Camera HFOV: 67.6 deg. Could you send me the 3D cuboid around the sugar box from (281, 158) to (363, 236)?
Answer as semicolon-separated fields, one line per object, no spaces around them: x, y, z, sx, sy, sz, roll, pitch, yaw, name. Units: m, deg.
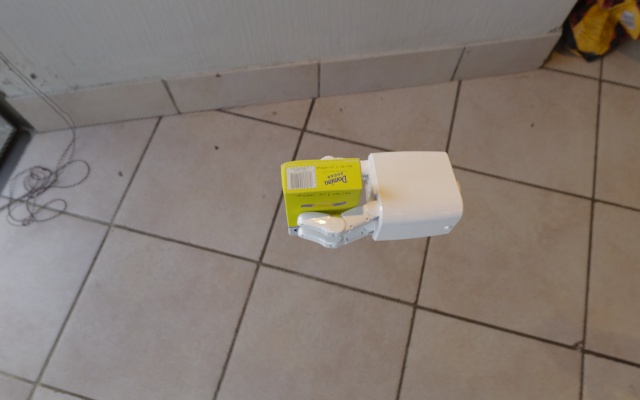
0.000;0.003;0.625;0.093;0.048;0.176;-3;-22;-2;sugar box
